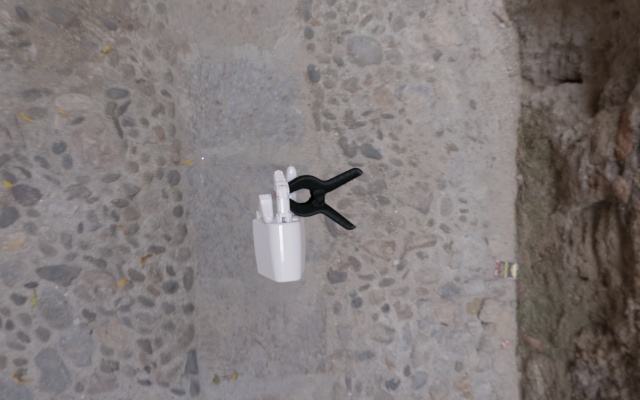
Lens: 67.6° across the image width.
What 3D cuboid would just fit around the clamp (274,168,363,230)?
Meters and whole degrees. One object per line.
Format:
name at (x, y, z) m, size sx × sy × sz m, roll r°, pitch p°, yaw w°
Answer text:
clamp at (0.000, 0.003, 0.898) m, size 0.171 × 0.120 × 0.039 m, roll -5°, pitch 6°, yaw -13°
